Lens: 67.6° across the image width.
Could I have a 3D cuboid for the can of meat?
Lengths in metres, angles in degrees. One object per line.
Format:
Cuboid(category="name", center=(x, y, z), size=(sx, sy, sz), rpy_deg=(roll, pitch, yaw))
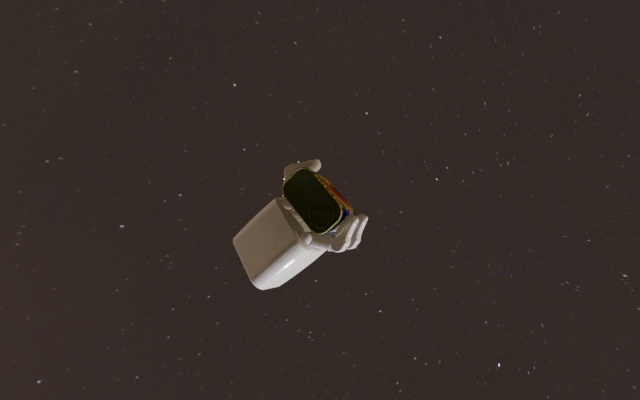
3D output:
Cuboid(category="can of meat", center=(0.000, 0.002, 0.734), size=(0.057, 0.102, 0.084), rpy_deg=(-43, -17, 12))
